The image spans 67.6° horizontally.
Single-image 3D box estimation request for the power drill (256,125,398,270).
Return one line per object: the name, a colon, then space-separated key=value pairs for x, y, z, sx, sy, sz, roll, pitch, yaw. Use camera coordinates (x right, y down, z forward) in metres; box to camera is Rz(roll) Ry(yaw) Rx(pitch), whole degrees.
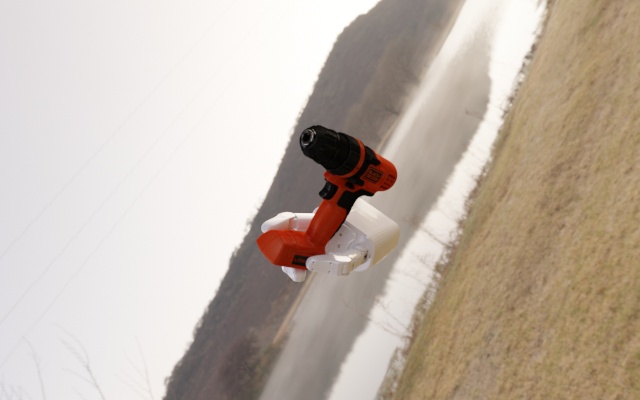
power drill: x=0.000 y=0.002 z=0.614 sx=0.184 sy=0.188 sz=0.057 roll=20 pitch=23 yaw=-49
